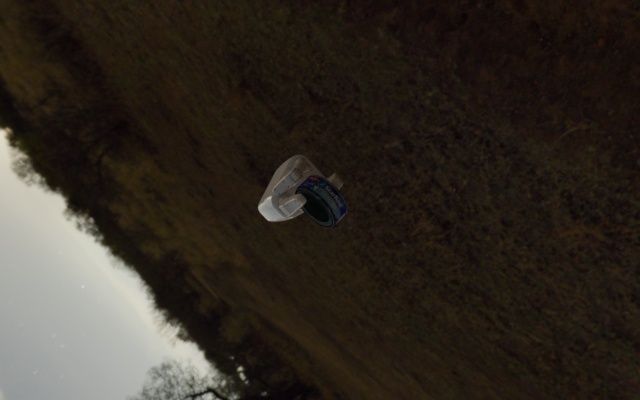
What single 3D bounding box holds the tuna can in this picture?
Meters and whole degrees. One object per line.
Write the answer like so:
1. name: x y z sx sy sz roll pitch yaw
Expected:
1. tuna can: 0.000 0.003 0.760 0.033 0.086 0.086 -44 22 -24
